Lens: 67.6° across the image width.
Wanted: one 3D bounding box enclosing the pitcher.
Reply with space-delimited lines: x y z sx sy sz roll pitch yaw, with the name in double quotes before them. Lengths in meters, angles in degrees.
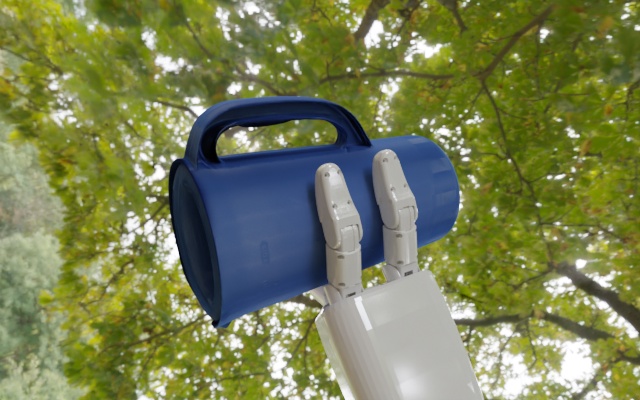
"pitcher" 0.000 0.002 0.415 0.243 0.145 0.149 -13 -19 -28
